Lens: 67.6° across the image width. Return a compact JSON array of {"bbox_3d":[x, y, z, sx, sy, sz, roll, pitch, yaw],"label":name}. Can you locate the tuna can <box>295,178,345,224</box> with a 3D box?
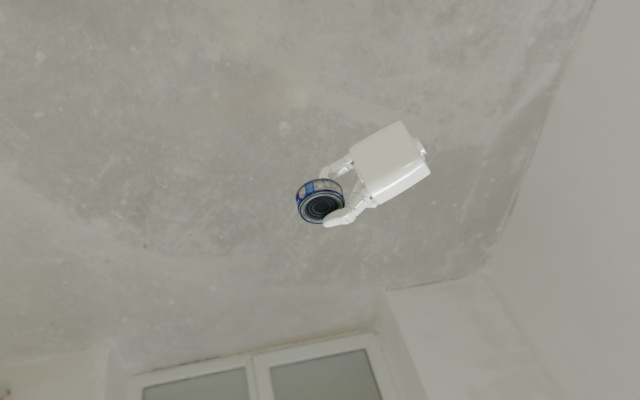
[{"bbox_3d":[0.000,0.003,0.844,0.086,0.033,0.086,-7,-43,-6],"label":"tuna can"}]
